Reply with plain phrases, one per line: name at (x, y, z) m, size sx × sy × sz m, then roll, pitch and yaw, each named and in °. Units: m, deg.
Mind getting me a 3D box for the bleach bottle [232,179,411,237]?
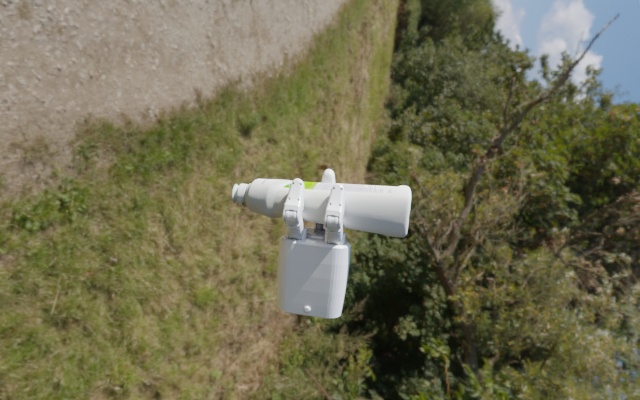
bleach bottle at (0.000, 0.002, 0.685) m, size 0.251 × 0.068 × 0.102 m, roll 6°, pitch 9°, yaw 9°
